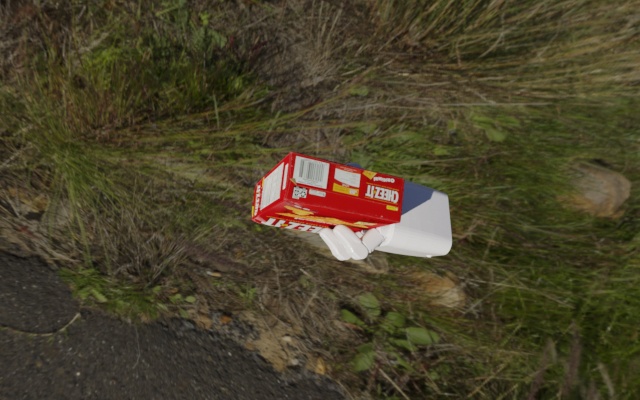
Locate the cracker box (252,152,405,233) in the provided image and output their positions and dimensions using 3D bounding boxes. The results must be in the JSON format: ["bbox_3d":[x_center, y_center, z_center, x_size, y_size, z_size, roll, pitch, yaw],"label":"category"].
[{"bbox_3d":[0.000,0.002,0.707,0.164,0.072,0.214,12,-13,-17],"label":"cracker box"}]
